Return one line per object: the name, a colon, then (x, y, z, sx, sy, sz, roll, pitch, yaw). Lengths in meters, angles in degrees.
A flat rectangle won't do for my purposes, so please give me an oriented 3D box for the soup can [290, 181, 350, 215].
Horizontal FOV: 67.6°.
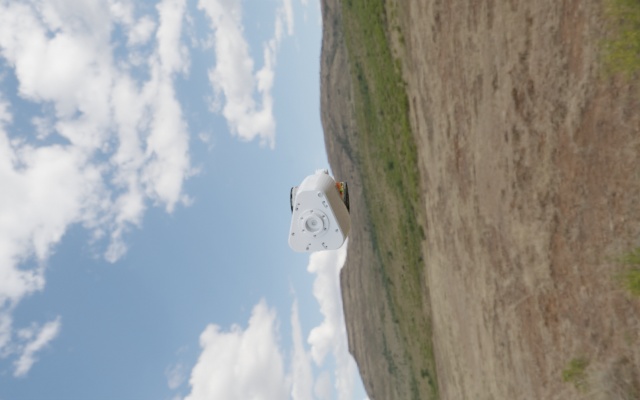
soup can: (0.000, 0.003, 0.887, 0.102, 0.068, 0.068, -5, -1, 8)
